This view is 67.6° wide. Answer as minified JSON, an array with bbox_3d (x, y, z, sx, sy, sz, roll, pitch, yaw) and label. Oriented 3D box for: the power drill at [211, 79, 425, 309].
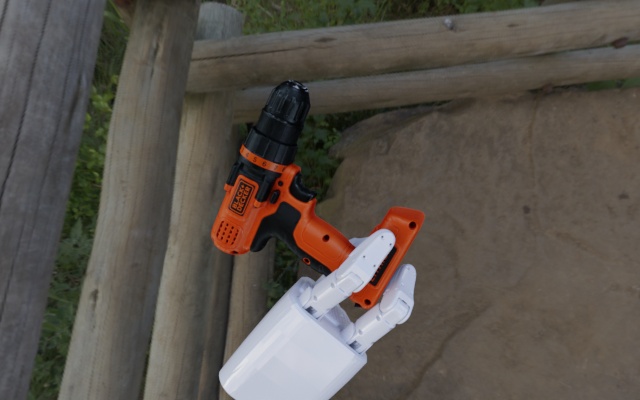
[{"bbox_3d":[0.000,0.002,0.460,0.187,0.184,0.057,29,19,11],"label":"power drill"}]
